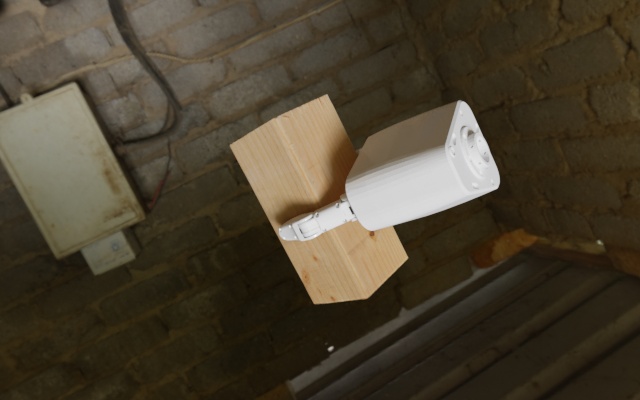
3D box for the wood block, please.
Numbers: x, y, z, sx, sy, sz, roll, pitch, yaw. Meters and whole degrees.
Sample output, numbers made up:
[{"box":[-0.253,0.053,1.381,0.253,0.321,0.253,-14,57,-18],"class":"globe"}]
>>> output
[{"box":[0.000,0.002,0.534,0.090,0.206,0.090,-19,11,47],"class":"wood block"}]
